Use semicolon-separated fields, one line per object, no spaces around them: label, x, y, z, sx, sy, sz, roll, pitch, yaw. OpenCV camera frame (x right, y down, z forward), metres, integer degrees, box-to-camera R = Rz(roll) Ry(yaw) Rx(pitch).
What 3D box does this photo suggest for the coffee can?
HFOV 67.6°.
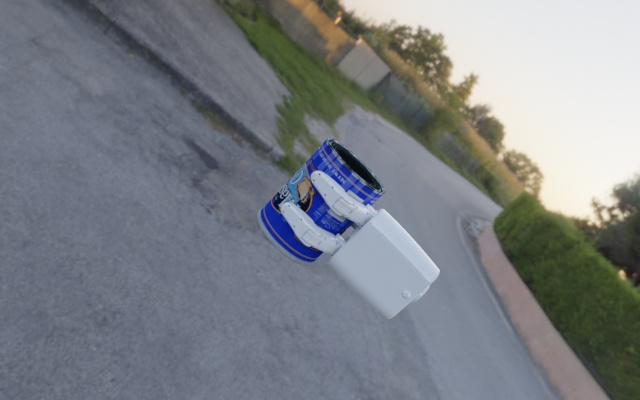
coffee can;0.000;0.002;0.631;0.140;0.102;0.103;-46;-16;16
